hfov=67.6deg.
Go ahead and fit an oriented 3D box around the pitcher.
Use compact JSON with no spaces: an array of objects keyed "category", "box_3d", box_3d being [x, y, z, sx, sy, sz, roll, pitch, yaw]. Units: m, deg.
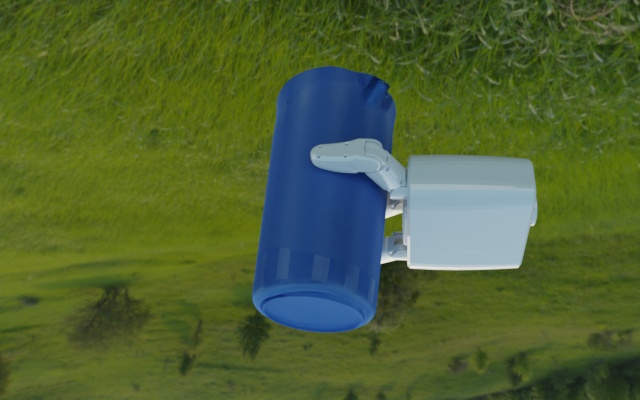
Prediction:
[{"category":"pitcher","box_3d":[0.000,0.002,0.479,0.145,0.242,0.149,0,-33,11]}]
